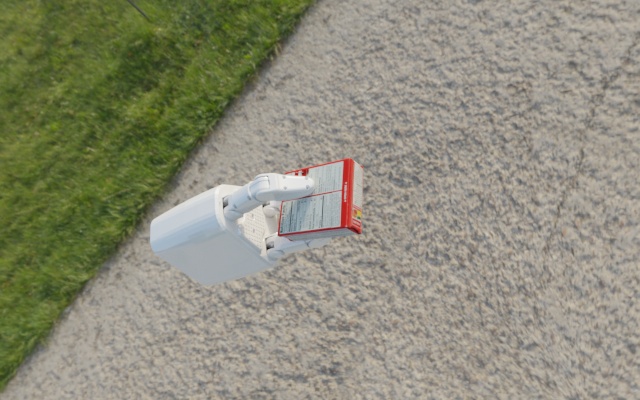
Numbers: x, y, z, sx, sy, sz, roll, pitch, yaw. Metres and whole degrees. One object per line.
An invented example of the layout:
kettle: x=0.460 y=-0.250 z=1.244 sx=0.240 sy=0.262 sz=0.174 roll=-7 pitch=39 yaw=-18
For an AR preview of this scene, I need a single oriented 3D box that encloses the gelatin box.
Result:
gelatin box: x=0.000 y=0.001 z=0.494 sx=0.089 sy=0.073 sz=0.030 roll=-10 pitch=-24 yaw=35
